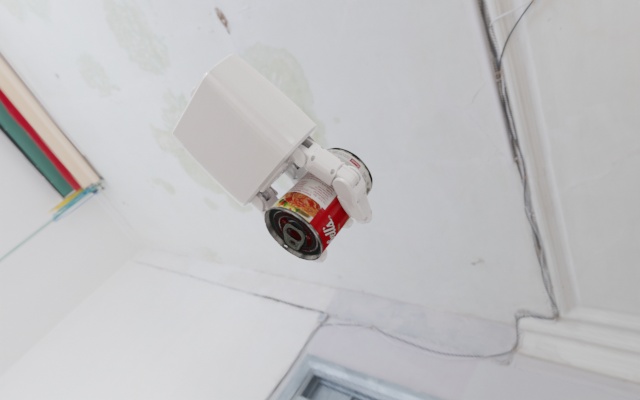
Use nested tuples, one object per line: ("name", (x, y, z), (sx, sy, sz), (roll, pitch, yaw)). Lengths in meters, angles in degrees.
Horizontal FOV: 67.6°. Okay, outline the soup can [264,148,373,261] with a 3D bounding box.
("soup can", (0.001, 0.002, 0.486), (0.068, 0.068, 0.102), (0, 39, 45))
